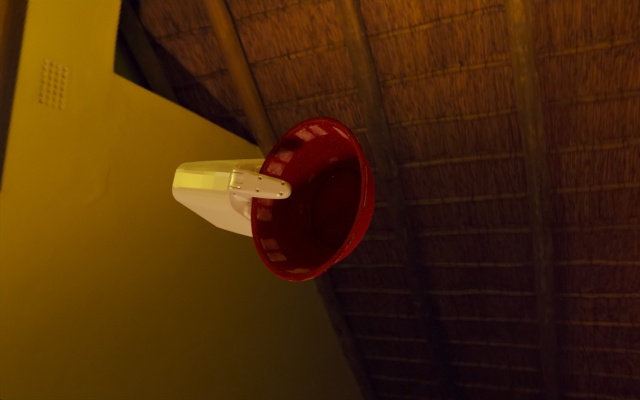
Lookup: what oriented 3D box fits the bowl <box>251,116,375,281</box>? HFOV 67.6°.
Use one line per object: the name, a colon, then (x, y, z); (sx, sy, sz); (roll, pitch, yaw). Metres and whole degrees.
bowl: (0.001, 0.002, 0.477); (0.055, 0.162, 0.162); (16, -11, -43)
